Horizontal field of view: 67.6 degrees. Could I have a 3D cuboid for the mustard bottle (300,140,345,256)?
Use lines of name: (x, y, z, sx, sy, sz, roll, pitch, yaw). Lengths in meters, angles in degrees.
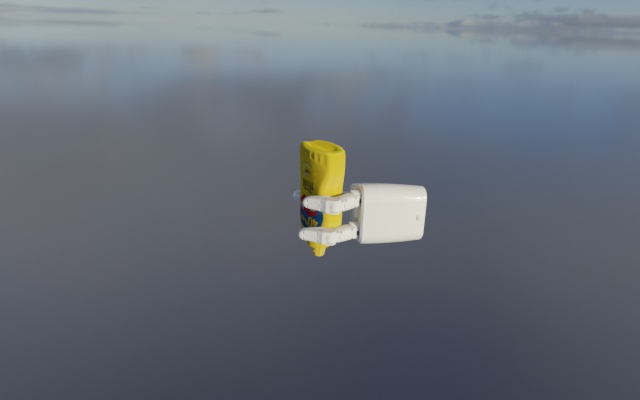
mustard bottle: (0.000, 0.002, 0.787, 0.058, 0.192, 0.096, -11, 24, -30)
